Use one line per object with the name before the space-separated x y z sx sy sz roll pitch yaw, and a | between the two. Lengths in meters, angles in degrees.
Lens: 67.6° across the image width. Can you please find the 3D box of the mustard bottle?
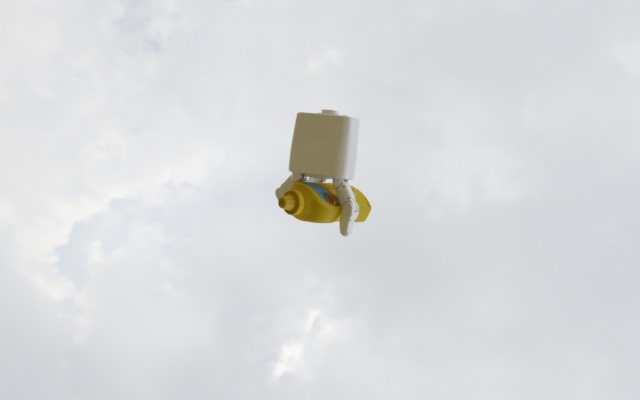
mustard bottle | 0.000 0.003 0.829 0.191 0.058 0.096 0 33 -50
